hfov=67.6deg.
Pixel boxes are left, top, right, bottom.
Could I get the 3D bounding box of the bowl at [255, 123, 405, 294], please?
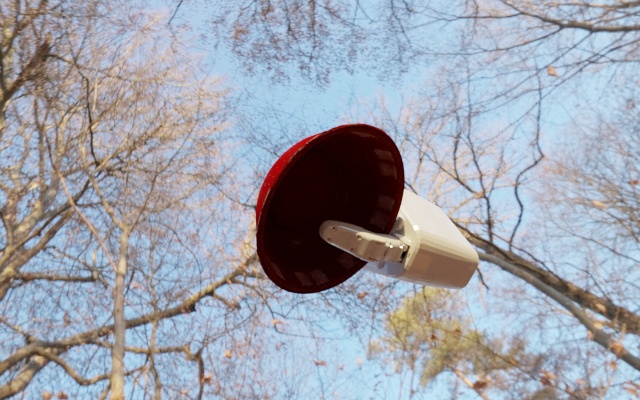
[{"bbox_3d":[-0.001,0.001,0.429,0.162,0.162,0.055,0,24,-41],"label":"bowl"}]
